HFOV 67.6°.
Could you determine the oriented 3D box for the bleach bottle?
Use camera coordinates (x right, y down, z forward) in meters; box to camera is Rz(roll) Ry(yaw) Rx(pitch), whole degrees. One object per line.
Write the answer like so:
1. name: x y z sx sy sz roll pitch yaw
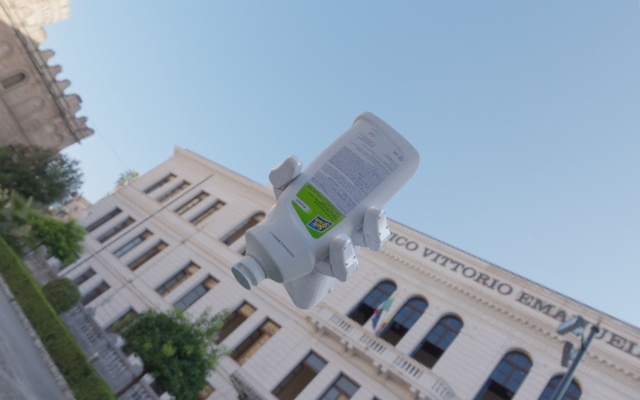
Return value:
1. bleach bottle: 0.000 0.002 0.531 0.250 0.102 0.068 -39 -18 -29
